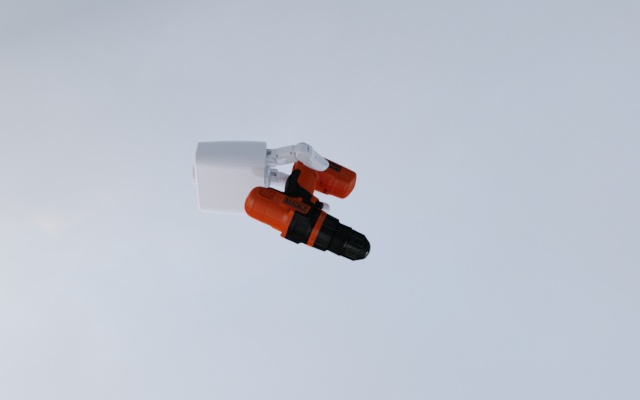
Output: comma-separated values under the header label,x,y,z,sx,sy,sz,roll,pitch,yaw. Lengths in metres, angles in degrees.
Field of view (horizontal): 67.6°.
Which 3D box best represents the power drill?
label,x,y,z,sx,sy,sz,roll,pitch,yaw
power drill,0.000,0.002,0.714,0.184,0.057,0.187,25,30,2
